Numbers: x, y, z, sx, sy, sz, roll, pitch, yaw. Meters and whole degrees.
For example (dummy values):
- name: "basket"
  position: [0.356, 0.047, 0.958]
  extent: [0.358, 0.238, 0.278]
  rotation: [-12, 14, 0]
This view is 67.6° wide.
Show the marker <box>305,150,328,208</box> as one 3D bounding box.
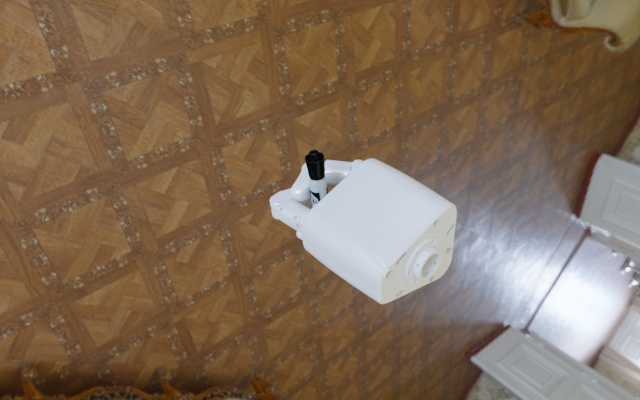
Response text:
- name: "marker"
  position: [0.000, 0.002, 0.487]
  extent: [0.020, 0.121, 0.020]
  rotation: [-4, 38, 3]
